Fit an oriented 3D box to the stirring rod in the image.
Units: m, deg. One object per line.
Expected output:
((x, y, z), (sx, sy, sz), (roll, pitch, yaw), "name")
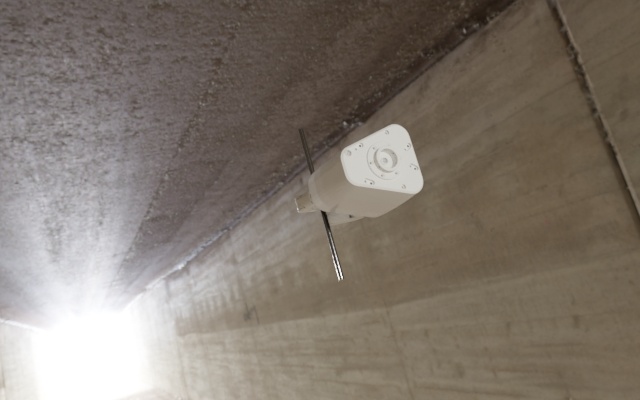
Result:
((0.000, 0.002, 0.725), (0.011, 0.239, 0.011), (-15, -10, -3), "stirring rod")
